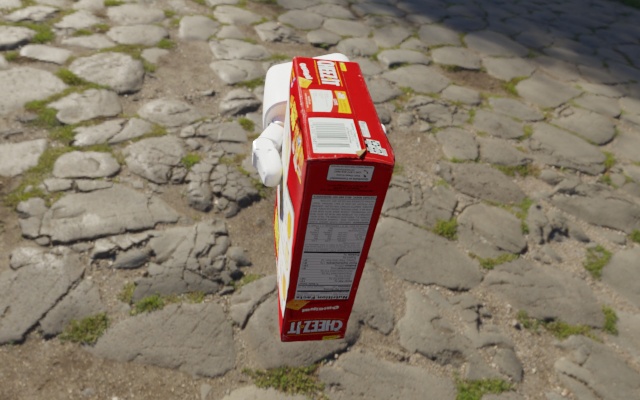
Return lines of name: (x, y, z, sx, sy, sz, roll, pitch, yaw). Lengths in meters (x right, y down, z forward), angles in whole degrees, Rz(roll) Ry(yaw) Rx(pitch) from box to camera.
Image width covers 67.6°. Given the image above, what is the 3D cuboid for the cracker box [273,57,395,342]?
cracker box: (0.000, 0.001, 0.446, 0.072, 0.214, 0.164, 2, 40, -10)
